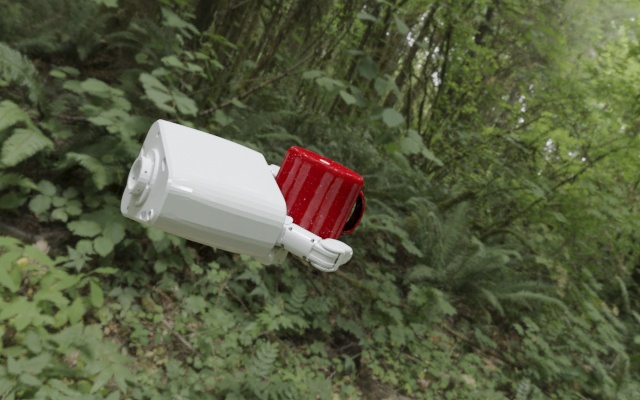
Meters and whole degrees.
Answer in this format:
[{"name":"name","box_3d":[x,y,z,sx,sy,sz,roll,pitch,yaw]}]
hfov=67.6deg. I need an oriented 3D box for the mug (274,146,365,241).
[{"name":"mug","box_3d":[0.001,0.002,0.479,0.117,0.081,0.093,18,11,-36]}]
